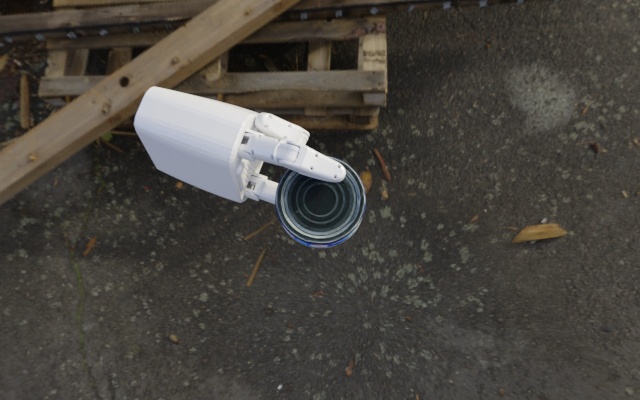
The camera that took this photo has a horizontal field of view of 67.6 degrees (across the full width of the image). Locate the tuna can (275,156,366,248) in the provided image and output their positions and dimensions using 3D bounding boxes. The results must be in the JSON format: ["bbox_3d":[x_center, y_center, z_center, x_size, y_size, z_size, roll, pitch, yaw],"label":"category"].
[{"bbox_3d":[0.000,0.001,0.453,0.086,0.086,0.034,0,-11,0],"label":"tuna can"}]
